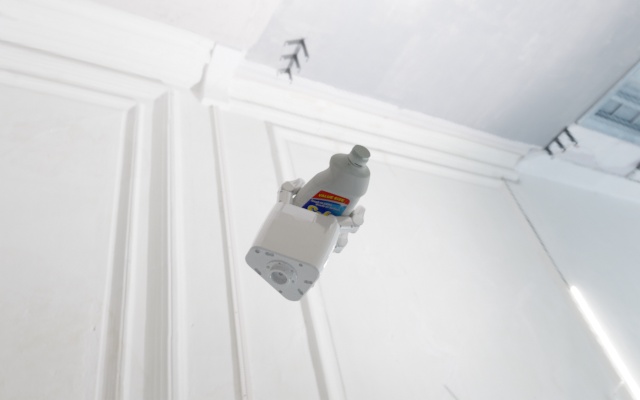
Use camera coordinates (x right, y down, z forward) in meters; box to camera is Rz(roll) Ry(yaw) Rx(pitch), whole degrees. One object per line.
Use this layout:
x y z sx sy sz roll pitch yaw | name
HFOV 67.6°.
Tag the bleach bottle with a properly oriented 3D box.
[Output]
0.000 0.003 0.785 0.102 0.251 0.068 31 39 -5 | bleach bottle
